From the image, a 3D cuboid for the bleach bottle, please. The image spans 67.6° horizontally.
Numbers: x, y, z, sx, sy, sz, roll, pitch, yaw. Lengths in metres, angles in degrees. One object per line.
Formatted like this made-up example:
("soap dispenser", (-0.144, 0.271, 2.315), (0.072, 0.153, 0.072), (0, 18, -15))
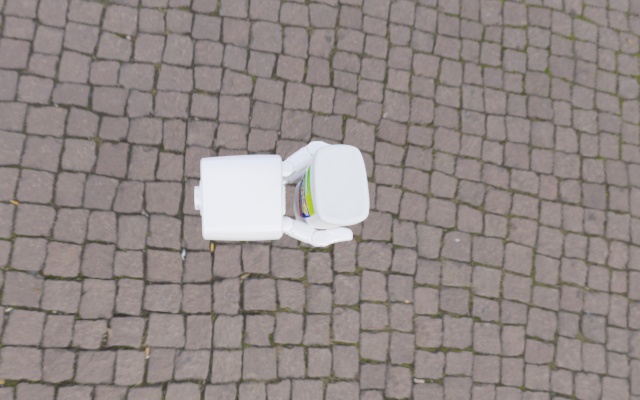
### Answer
("bleach bottle", (0.000, 0.002, 0.683), (0.068, 0.102, 0.251), (-2, -11, -12))
